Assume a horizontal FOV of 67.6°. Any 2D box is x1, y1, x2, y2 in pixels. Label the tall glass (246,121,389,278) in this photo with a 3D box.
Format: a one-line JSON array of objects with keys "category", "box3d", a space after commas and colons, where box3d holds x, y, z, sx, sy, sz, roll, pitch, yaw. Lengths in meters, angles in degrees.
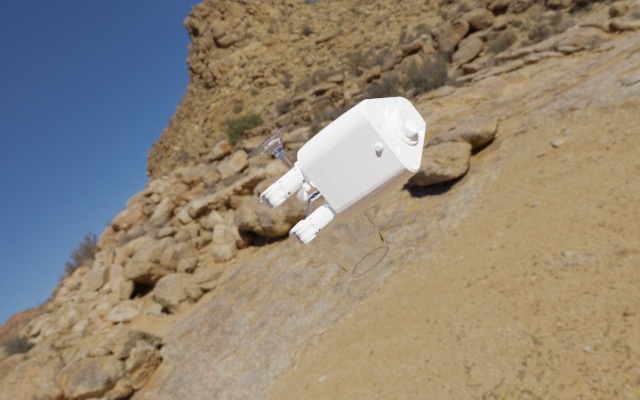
[{"category": "tall glass", "box3d": [0.000, 0.001, 0.599, 0.079, 0.201, 0.079, -39, 5, 4]}]
